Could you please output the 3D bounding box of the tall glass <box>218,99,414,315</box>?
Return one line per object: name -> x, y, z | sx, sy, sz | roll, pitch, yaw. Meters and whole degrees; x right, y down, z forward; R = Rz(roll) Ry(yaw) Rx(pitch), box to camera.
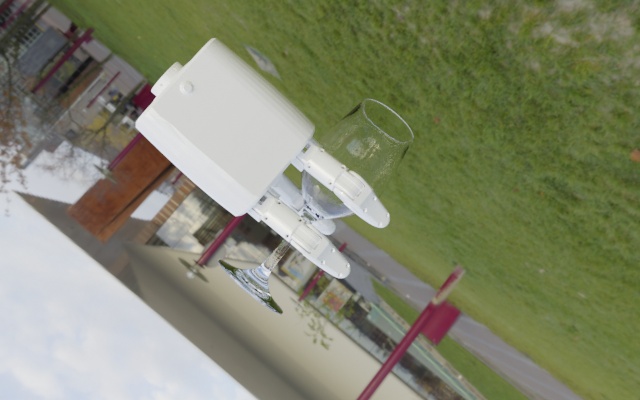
tall glass -> 0.000, 0.002, 0.437 | 0.079, 0.201, 0.079 | 39, -7, 5
